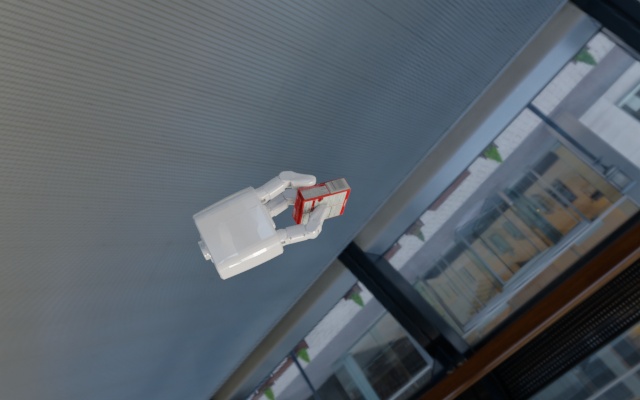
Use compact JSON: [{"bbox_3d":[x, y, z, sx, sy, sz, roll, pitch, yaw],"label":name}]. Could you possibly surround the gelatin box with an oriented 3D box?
[{"bbox_3d":[0.001,0.003,0.803,0.089,0.030,0.073,-15,-33,-21],"label":"gelatin box"}]
